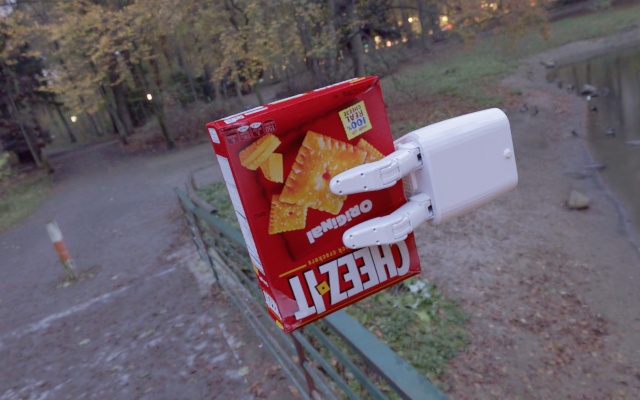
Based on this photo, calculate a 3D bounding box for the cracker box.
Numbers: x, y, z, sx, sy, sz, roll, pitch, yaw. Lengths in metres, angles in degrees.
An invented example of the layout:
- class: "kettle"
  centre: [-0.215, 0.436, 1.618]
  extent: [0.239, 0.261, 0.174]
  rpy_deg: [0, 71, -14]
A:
- class: "cracker box"
  centre: [0.000, 0.001, 0.482]
  extent: [0.164, 0.214, 0.072]
  rpy_deg: [-21, 16, -17]
